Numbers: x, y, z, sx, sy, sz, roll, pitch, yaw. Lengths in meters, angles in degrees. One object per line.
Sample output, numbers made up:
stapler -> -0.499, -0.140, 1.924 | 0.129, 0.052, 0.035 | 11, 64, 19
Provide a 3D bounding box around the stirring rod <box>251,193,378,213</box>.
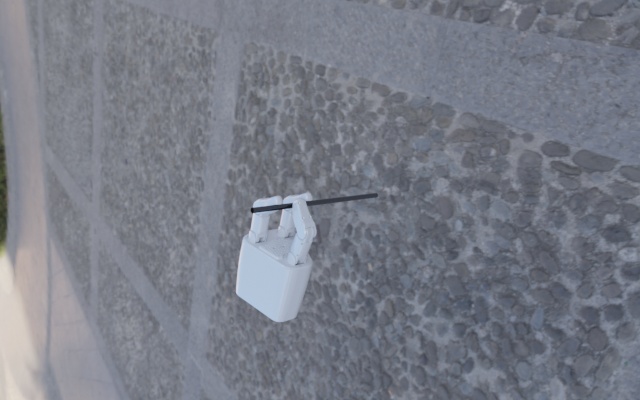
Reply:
stirring rod -> 0.000, 0.002, 0.729 | 0.239, 0.011, 0.011 | -7, 4, -38
